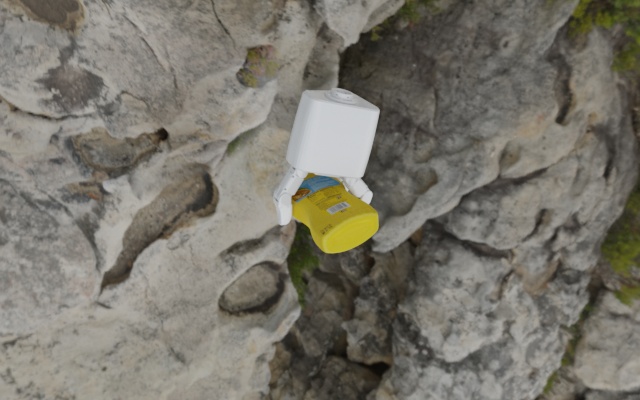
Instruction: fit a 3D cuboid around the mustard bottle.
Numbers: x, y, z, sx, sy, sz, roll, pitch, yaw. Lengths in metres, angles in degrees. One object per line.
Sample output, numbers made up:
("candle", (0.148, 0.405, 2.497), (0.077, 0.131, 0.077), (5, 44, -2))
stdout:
("mustard bottle", (0.000, 0.003, 0.743), (0.096, 0.058, 0.191), (-24, 39, -19))
